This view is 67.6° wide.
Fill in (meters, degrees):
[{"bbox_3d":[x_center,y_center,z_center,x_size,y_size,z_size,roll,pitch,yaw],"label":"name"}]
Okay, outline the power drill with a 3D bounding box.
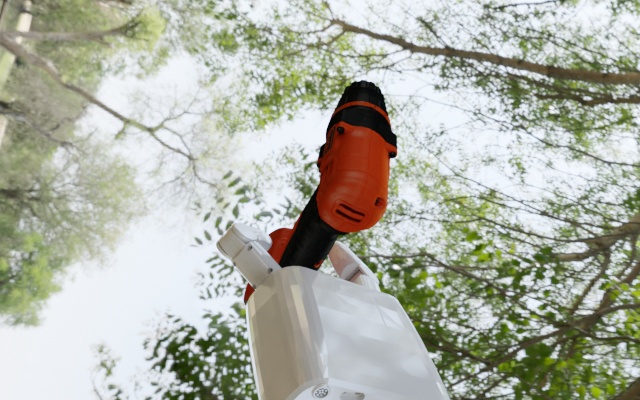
[{"bbox_3d":[0.000,0.002,0.409,0.057,0.188,0.184,24,36,-7],"label":"power drill"}]
